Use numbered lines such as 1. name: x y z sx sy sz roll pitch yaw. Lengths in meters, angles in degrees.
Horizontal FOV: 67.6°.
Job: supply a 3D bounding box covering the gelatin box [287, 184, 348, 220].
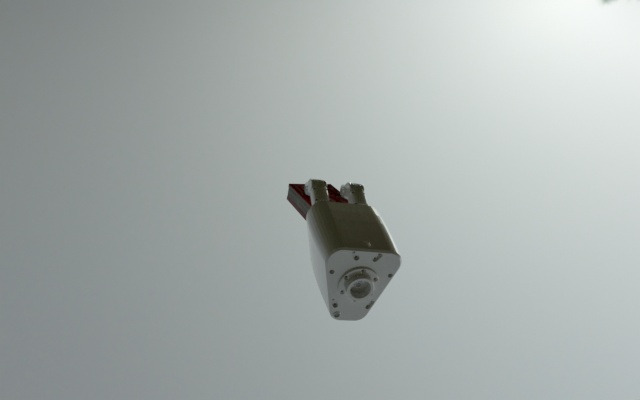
1. gelatin box: 0.000 0.003 0.709 0.073 0.030 0.089 -1 23 -27
